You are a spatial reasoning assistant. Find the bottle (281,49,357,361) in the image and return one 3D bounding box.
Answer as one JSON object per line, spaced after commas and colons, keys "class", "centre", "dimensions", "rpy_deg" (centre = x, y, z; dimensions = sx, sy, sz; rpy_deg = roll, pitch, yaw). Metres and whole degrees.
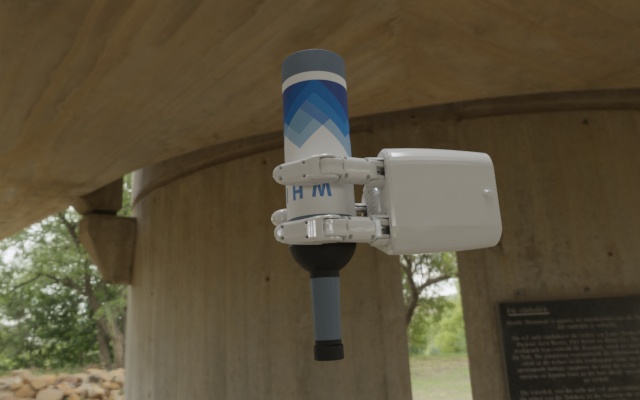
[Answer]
{"class": "bottle", "centre": [0.000, 0.001, 0.467], "dimensions": [0.069, 0.295, 0.069], "rpy_deg": [-3, -13, -1]}
